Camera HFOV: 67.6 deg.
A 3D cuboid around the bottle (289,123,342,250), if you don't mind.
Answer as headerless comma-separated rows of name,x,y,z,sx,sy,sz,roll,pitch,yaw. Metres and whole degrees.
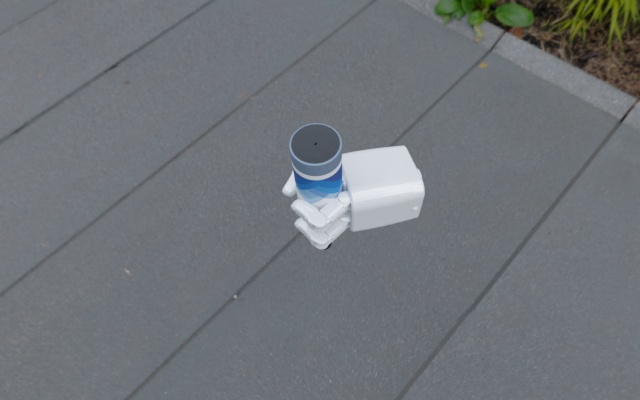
bottle,0.000,0.002,0.724,0.069,0.069,0.296,0,-30,3
